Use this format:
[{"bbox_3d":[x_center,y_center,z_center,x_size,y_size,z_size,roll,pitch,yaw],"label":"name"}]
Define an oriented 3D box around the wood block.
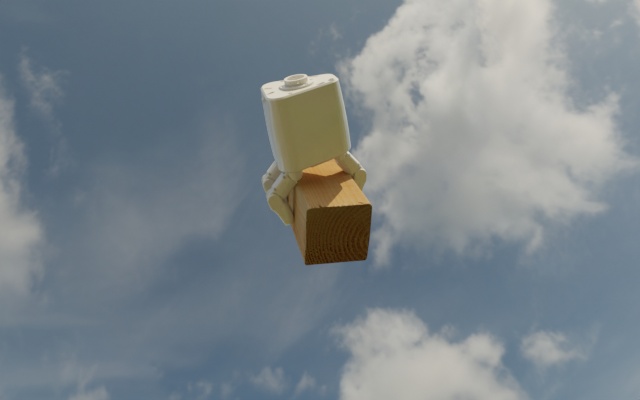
[{"bbox_3d":[0.000,0.002,0.722,0.091,0.090,0.206,-4,27,-13],"label":"wood block"}]
